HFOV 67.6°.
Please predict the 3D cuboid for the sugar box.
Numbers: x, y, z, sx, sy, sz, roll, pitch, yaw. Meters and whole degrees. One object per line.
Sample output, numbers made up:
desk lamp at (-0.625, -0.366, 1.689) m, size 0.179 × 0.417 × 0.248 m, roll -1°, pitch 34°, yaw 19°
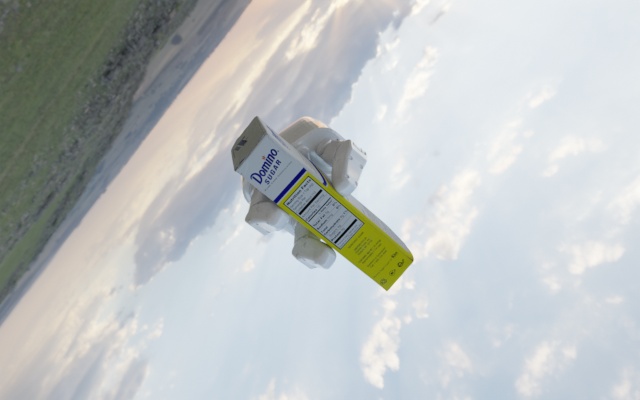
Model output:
sugar box at (0.000, 0.002, 0.431) m, size 0.176 × 0.048 × 0.093 m, roll 37°, pitch 7°, yaw -20°
